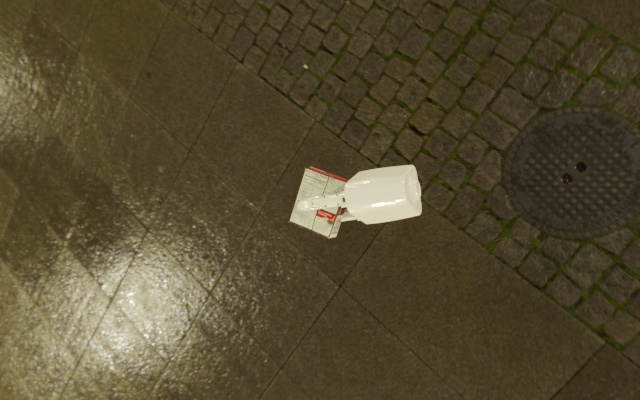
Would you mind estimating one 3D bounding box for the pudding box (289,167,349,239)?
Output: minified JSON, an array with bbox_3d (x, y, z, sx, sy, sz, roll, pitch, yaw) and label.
[{"bbox_3d":[0.000,0.003,0.885,0.090,0.113,0.039,21,9,21],"label":"pudding box"}]
